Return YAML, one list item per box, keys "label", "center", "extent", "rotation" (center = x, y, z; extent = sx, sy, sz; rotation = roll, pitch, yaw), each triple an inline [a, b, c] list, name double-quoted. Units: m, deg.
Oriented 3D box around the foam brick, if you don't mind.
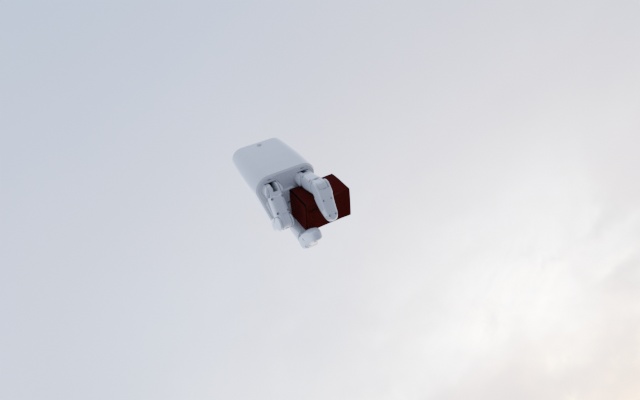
- label: "foam brick"
  center: [0.000, 0.002, 0.725]
  extent: [0.078, 0.053, 0.051]
  rotation: [-21, 40, -22]
